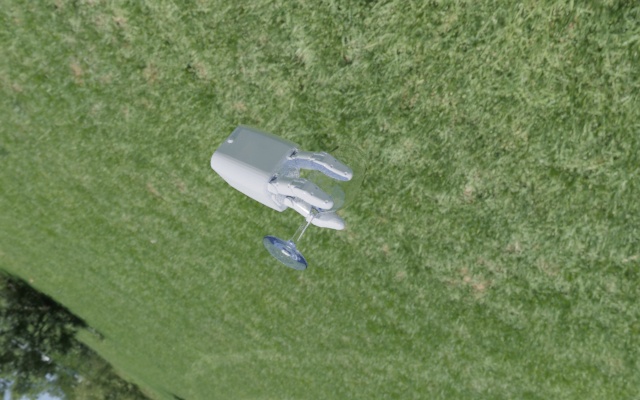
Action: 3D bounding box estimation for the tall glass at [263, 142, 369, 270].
[{"bbox_3d":[0.000,0.003,0.713,0.079,0.201,0.079,27,-29,16],"label":"tall glass"}]
